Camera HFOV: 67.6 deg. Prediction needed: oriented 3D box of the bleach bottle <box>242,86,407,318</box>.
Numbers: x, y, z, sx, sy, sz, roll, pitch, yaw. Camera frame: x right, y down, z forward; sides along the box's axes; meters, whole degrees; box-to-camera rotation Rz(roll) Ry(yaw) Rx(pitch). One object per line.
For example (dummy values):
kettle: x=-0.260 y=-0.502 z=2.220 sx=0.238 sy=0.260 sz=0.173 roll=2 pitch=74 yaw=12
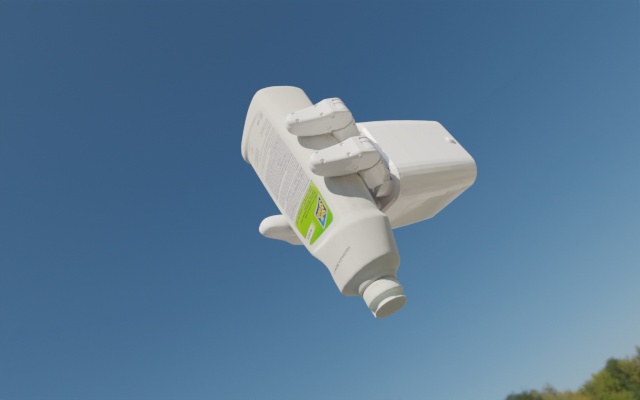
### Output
bleach bottle: x=0.000 y=0.001 z=0.446 sx=0.068 sy=0.103 sz=0.250 roll=-9 pitch=49 yaw=-27
